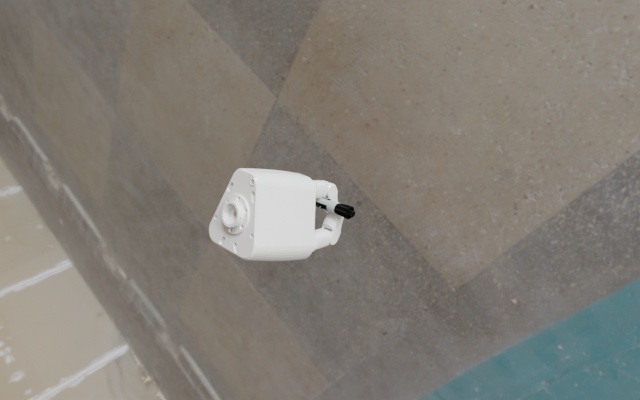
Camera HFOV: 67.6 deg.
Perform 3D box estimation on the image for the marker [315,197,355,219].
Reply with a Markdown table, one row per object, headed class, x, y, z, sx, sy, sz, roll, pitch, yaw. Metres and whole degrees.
| class | x | y | z | sx | sy | sz | roll | pitch | yaw |
| --- | --- | --- | --- | --- | --- | --- | --- | --- | --- |
| marker | 0.000 | 0.002 | 0.686 | 0.121 | 0.020 | 0.020 | 20 | 13 | 38 |
